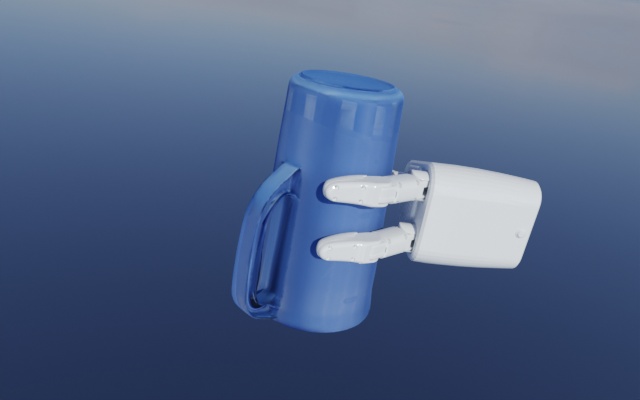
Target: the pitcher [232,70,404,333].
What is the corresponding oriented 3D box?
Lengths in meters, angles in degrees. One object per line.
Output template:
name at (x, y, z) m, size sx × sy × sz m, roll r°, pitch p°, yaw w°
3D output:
pitcher at (0.000, 0.002, 0.476) m, size 0.145 × 0.243 × 0.149 m, roll 8°, pitch 22°, yaw -3°
